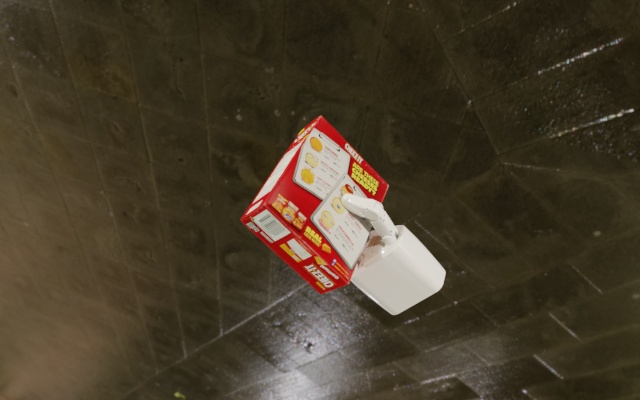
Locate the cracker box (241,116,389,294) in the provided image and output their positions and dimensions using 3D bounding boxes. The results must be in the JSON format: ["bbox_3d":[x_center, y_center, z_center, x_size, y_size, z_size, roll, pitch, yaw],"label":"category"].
[{"bbox_3d":[0.000,0.002,0.708,0.072,0.164,0.213,-30,23,42],"label":"cracker box"}]
